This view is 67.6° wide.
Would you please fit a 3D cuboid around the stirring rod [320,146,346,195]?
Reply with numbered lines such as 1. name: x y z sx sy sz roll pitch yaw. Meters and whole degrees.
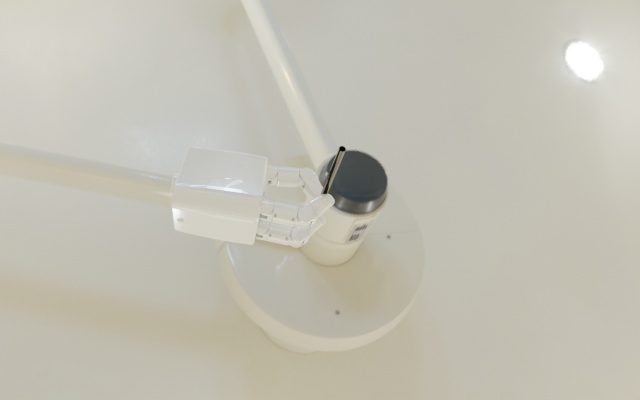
1. stirring rod: 0.000 0.002 0.636 0.011 0.011 0.240 0 -30 -14
